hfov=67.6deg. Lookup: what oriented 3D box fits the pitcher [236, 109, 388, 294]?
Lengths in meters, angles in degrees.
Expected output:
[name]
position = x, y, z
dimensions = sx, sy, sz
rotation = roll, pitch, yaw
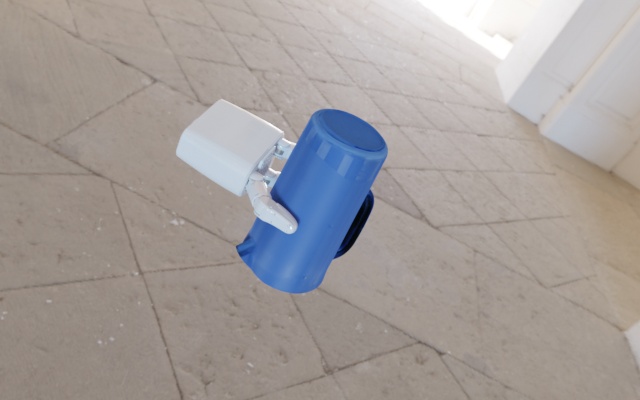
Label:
[pitcher]
position = 0.000, 0.002, 0.661
dimensions = 0.145, 0.243, 0.149
rotation = 31, 32, 4
